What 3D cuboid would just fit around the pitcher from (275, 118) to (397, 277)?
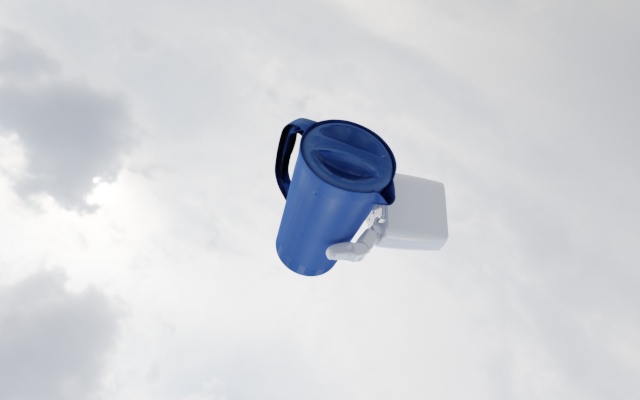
[{"bbox_3d":[0.000,0.002,0.710,0.145,0.149,0.243,6,-40,-15],"label":"pitcher"}]
